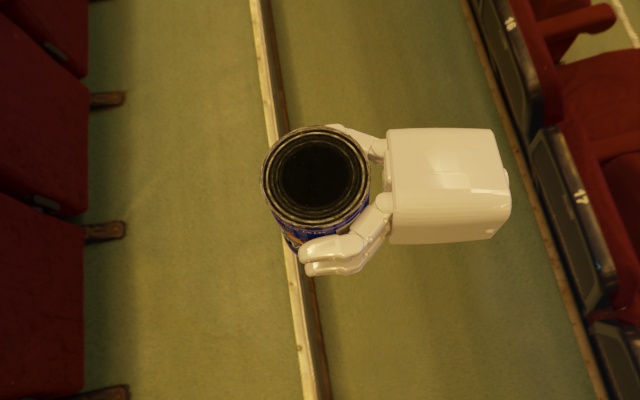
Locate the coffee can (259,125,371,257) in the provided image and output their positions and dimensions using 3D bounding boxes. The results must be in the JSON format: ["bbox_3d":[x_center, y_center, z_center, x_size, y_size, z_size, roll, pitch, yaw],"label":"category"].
[{"bbox_3d":[0.000,0.002,0.498,0.103,0.102,0.140,0,-21,5],"label":"coffee can"}]
